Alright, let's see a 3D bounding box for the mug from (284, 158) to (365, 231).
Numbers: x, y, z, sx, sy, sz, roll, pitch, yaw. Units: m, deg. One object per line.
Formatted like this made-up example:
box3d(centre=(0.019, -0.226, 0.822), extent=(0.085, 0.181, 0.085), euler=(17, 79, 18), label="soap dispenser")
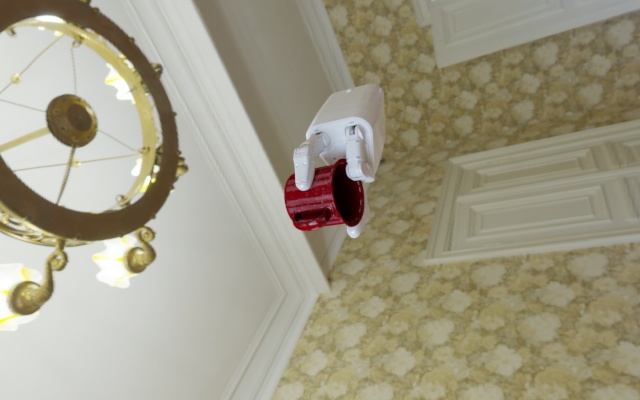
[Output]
box3d(centre=(-0.001, 0.003, 0.648), extent=(0.081, 0.093, 0.117), euler=(-9, 34, 30), label="mug")
